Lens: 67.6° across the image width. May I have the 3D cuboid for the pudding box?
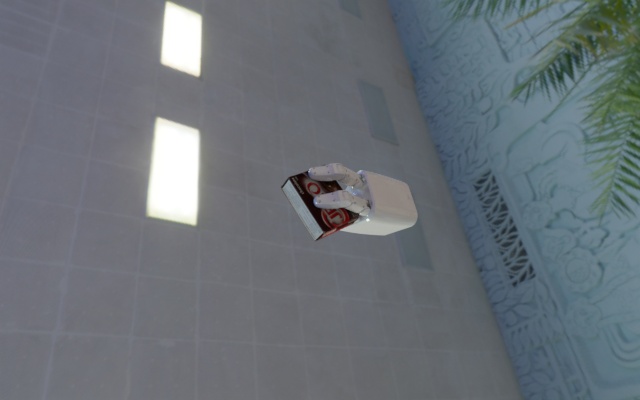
[{"bbox_3d":[0.000,0.003,0.801,0.090,0.113,0.039,-22,-19,-43],"label":"pudding box"}]
